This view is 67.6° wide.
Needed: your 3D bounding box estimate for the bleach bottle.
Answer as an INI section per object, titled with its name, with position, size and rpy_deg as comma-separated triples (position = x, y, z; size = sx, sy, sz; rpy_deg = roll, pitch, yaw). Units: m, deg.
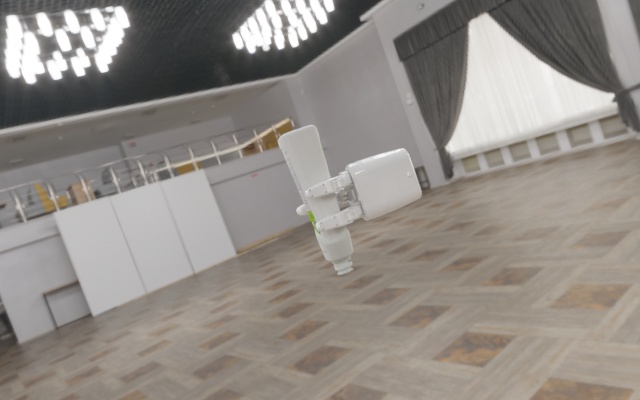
[bleach bottle]
position = 0.000, 0.003, 0.814
size = 0.068, 0.251, 0.102
rpy_deg = -20, 3, -5
